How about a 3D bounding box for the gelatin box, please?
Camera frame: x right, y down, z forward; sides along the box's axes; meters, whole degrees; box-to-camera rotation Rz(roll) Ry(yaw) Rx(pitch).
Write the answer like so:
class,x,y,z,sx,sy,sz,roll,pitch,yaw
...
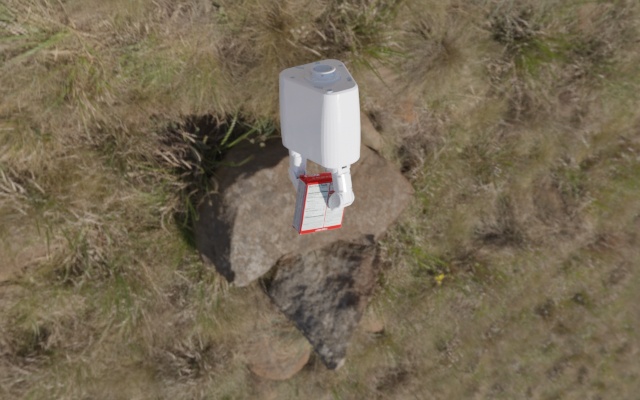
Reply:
class,x,y,z,sx,sy,sz,roll,pitch,yaw
gelatin box,0.000,0.003,0.712,0.073,0.089,0.030,-8,32,-30
